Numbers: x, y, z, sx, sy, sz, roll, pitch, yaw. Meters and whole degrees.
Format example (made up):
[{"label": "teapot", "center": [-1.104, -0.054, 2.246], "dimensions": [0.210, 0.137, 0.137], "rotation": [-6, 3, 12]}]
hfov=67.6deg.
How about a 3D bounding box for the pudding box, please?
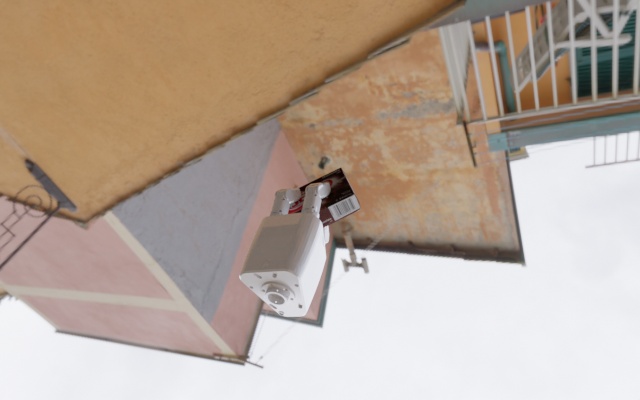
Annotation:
[{"label": "pudding box", "center": [0.000, 0.003, 0.780], "dimensions": [0.113, 0.039, 0.090], "rotation": [-24, 35, 2]}]
